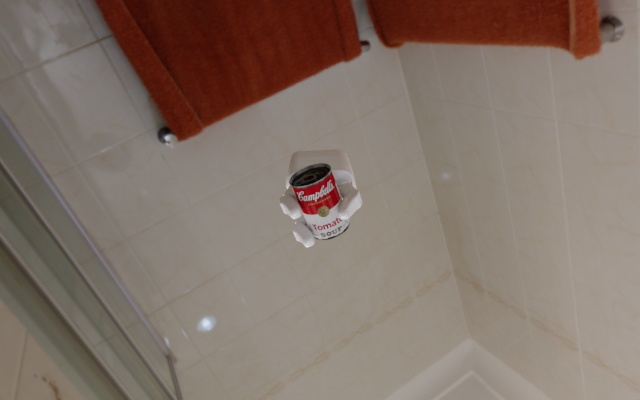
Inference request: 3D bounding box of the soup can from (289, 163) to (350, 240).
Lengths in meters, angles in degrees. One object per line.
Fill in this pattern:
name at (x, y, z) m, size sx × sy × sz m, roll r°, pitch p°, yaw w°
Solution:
soup can at (0.000, 0.003, 0.748) m, size 0.068 × 0.102 × 0.068 m, roll -17°, pitch 28°, yaw 9°
